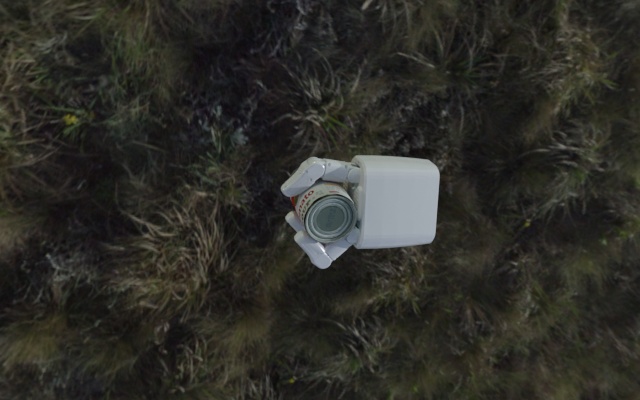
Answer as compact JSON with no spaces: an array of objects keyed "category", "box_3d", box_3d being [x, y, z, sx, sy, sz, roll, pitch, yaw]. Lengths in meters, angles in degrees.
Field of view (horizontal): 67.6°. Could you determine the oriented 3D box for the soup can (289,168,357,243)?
[{"category":"soup can","box_3d":[0.000,0.002,0.610,0.068,0.068,0.102,0,26,-17]}]
